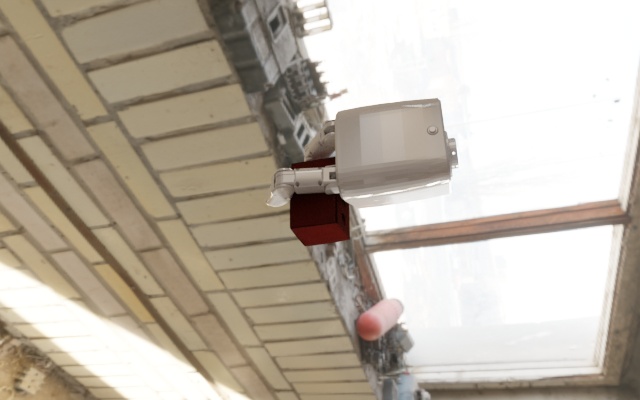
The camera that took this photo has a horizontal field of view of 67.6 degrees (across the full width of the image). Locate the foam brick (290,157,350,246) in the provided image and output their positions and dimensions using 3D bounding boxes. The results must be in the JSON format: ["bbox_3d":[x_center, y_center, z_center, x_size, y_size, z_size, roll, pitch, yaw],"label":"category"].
[{"bbox_3d":[0.000,0.002,0.505,0.051,0.078,0.053,-7,-25,14],"label":"foam brick"}]
